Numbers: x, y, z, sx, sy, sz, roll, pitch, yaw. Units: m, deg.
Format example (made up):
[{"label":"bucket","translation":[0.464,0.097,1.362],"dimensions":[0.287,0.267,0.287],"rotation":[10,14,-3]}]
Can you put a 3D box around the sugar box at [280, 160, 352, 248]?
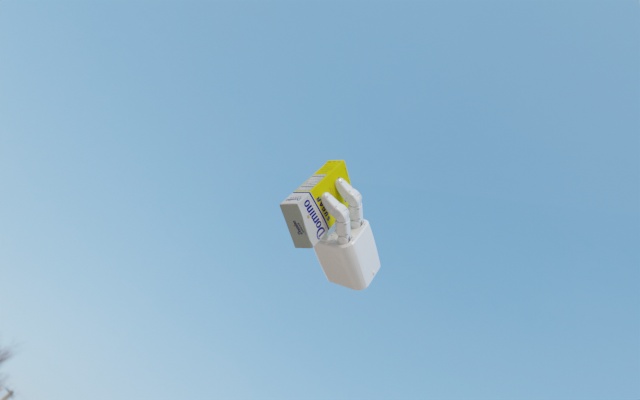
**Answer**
[{"label":"sugar box","translation":[0.001,0.003,0.883],"dimensions":[0.048,0.093,0.176],"rotation":[-2,29,32]}]
